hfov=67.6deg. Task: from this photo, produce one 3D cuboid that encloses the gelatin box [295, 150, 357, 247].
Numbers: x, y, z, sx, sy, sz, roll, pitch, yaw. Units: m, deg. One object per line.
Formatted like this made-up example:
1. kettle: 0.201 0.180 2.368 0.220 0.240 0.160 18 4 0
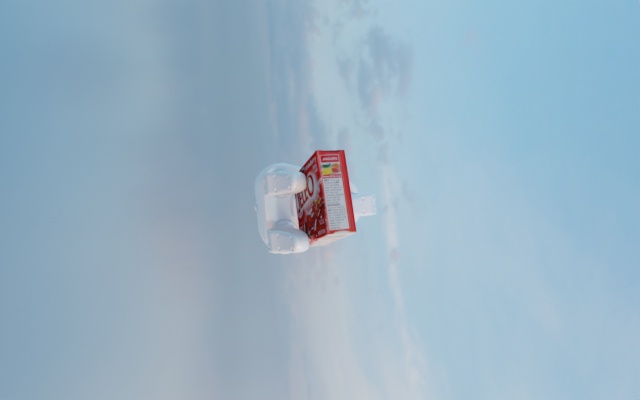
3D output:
1. gelatin box: 0.001 0.001 0.438 0.030 0.073 0.089 -4 -11 -18
